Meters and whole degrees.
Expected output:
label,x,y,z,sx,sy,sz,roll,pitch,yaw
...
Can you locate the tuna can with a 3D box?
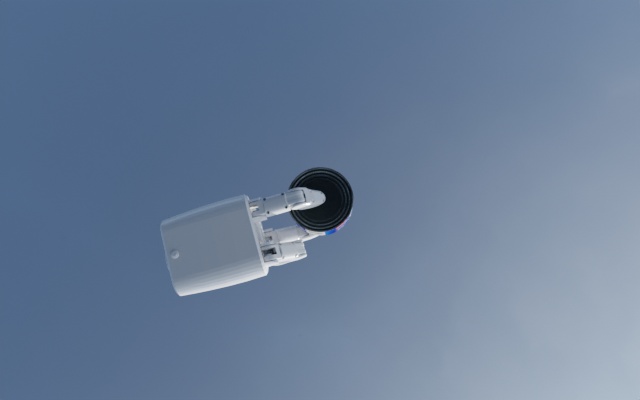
label,x,y,z,sx,sy,sz,roll,pitch,yaw
tuna can,0.000,0.002,0.624,0.086,0.086,0.034,0,-14,3
